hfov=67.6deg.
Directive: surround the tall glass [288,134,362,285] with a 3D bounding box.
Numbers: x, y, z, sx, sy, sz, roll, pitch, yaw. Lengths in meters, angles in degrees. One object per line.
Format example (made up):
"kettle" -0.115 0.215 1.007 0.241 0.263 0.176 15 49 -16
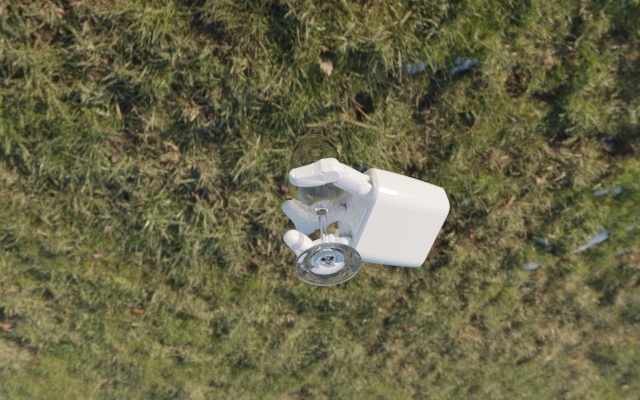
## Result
"tall glass" 0.000 0.002 0.593 0.079 0.079 0.200 -4 45 -4
